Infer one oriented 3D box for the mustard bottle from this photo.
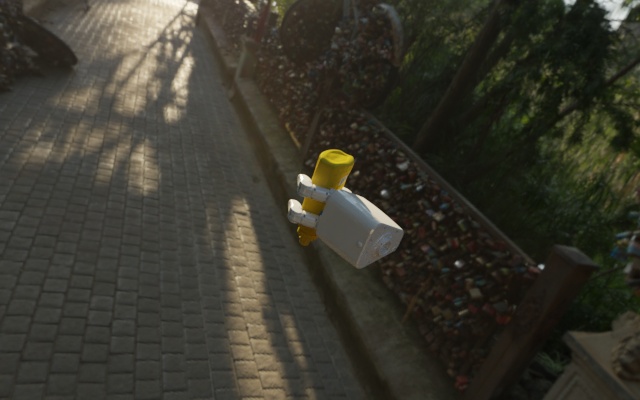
[{"bbox_3d":[0.000,0.003,0.894,0.058,0.192,0.096,27,24,13],"label":"mustard bottle"}]
